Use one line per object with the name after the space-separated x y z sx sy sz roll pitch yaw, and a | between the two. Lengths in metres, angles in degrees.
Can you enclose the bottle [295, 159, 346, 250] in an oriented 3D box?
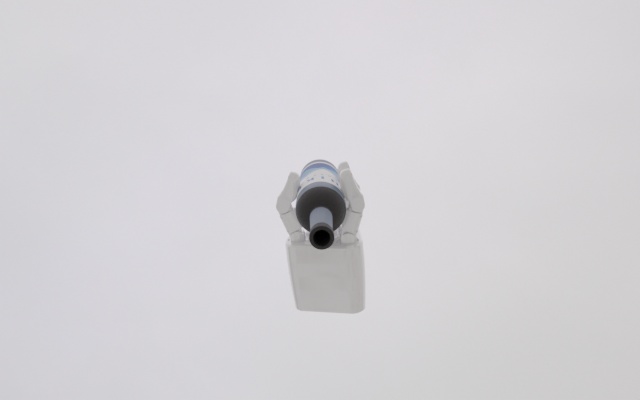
0.000 0.002 0.655 0.069 0.069 0.295 0 15 -1 | bottle
